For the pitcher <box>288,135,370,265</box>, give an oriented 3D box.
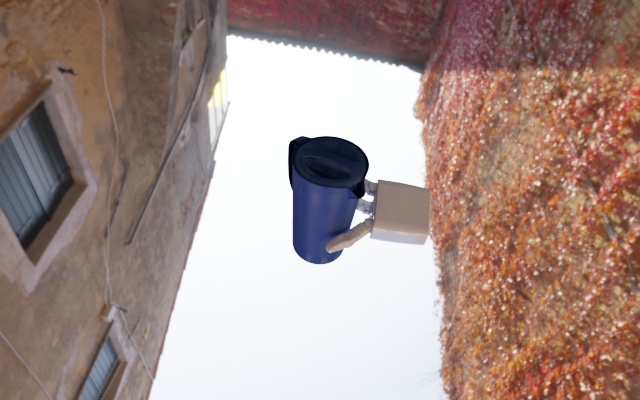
[{"bbox_3d":[0.000,0.003,0.895,0.145,0.149,0.243,7,-44,-2],"label":"pitcher"}]
